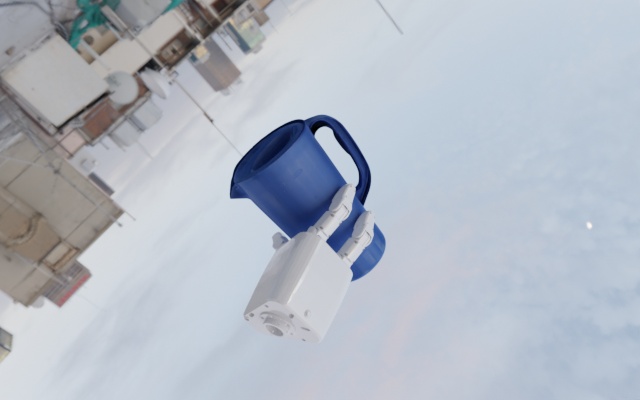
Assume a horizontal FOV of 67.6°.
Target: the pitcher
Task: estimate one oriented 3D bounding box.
[{"bbox_3d":[0.000,0.002,0.710,0.149,0.243,0.145,-18,33,40],"label":"pitcher"}]
